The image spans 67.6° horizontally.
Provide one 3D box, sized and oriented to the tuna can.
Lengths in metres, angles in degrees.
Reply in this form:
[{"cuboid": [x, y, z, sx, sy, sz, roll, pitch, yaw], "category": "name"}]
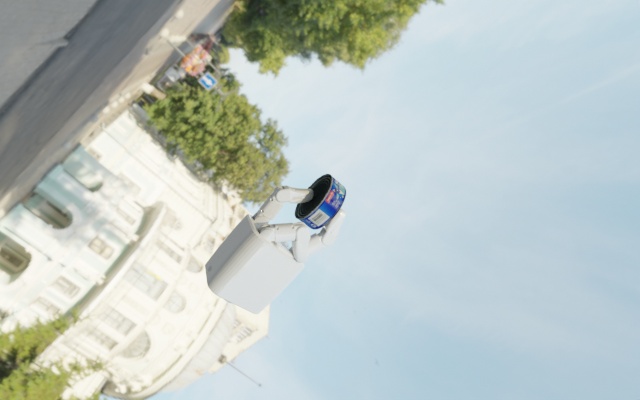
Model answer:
[{"cuboid": [0.001, 0.003, 0.740, 0.034, 0.086, 0.086, 38, -16, -21], "category": "tuna can"}]
